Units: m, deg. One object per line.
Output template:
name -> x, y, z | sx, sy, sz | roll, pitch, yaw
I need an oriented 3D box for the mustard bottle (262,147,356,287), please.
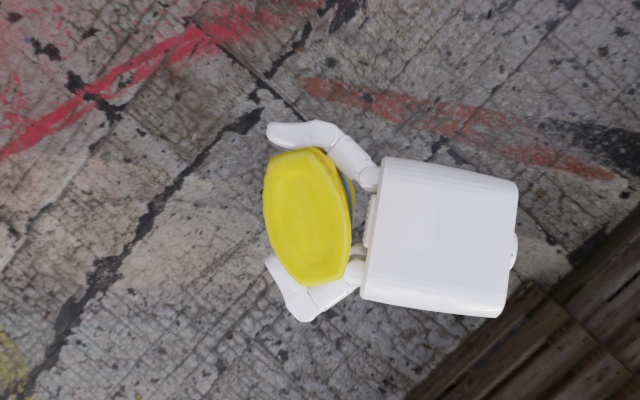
mustard bottle -> 0.000, 0.001, 0.415 | 0.058, 0.096, 0.191 | -15, 6, 8
